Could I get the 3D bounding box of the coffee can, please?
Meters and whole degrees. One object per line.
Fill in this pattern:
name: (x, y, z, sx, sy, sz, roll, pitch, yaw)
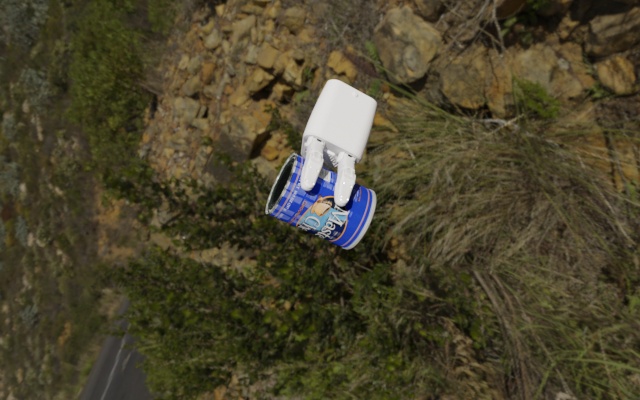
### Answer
coffee can: (0.000, 0.003, 0.738, 0.140, 0.103, 0.103, 25, -7, -15)
